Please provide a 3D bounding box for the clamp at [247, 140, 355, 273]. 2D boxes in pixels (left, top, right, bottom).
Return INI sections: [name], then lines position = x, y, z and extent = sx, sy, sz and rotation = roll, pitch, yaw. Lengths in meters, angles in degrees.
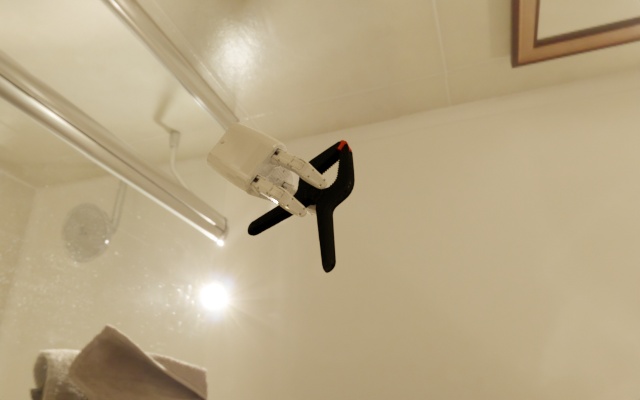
[clamp]
position = 0.001, 0.002, 0.750
extent = 0.164, 0.210, 0.036
rotation = 30, -11, 30
